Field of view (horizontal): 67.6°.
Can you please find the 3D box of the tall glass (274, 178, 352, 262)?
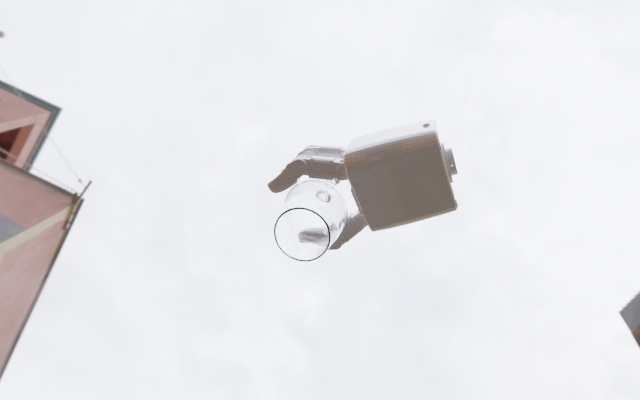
[{"bbox_3d":[0.000,0.002,0.588,0.079,0.079,0.201,0,20,12],"label":"tall glass"}]
